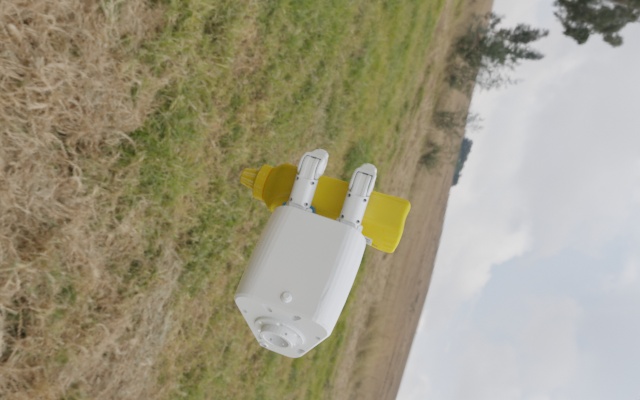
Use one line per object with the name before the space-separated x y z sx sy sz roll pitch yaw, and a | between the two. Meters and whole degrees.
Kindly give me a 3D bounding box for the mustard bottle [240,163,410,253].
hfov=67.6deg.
mustard bottle | 0.000 0.002 0.539 0.191 0.058 0.096 18 -13 7
